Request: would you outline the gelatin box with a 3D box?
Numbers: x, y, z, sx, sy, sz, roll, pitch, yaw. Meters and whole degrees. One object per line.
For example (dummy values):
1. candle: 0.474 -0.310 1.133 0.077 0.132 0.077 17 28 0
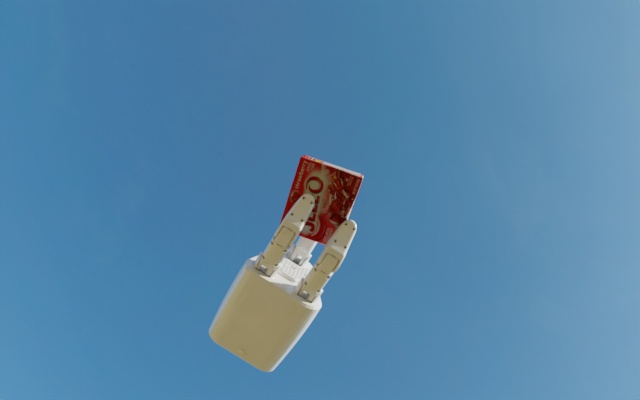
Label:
1. gelatin box: 0.000 0.001 0.543 0.073 0.089 0.030 19 12 2
